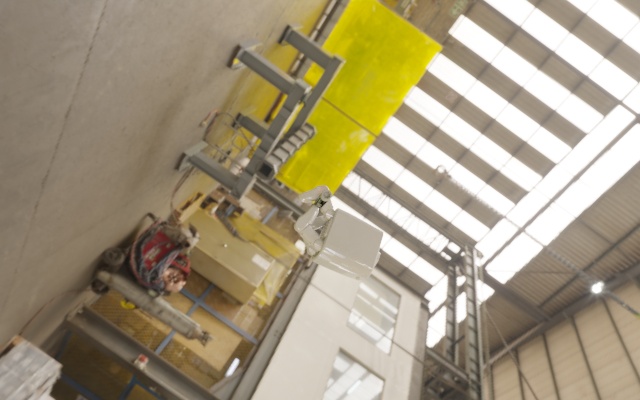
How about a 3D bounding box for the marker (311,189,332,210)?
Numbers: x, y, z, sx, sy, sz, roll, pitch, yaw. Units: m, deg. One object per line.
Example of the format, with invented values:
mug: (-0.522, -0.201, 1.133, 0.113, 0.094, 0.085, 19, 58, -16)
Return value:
marker: (0.000, 0.003, 0.896, 0.020, 0.020, 0.121, 0, -13, -11)
